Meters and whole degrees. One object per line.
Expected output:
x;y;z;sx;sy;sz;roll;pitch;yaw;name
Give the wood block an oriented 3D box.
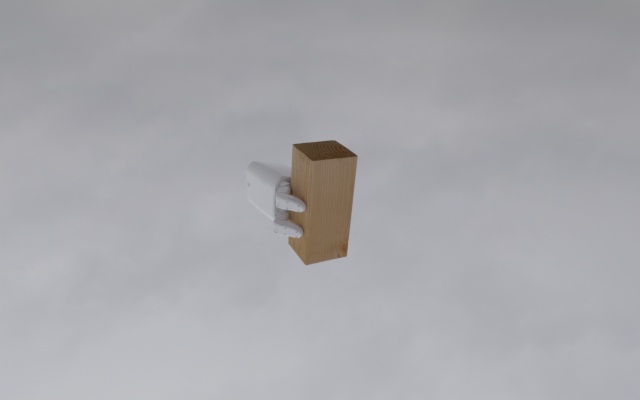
0.000;0.003;0.884;0.091;0.206;0.090;-9;29;-25;wood block
